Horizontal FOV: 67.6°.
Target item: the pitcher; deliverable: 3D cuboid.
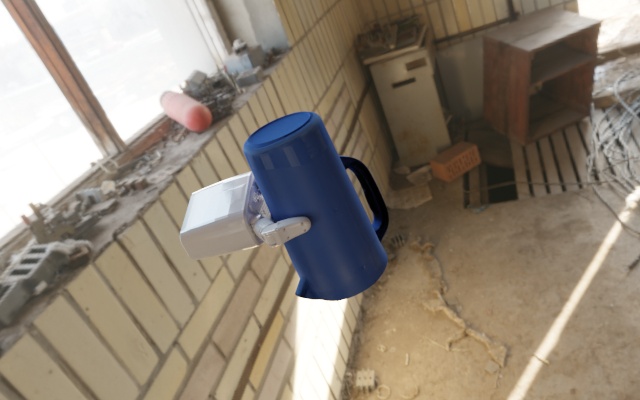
[{"bbox_3d":[0.000,0.002,0.657,0.145,0.243,0.149,-16,26,16],"label":"pitcher"}]
